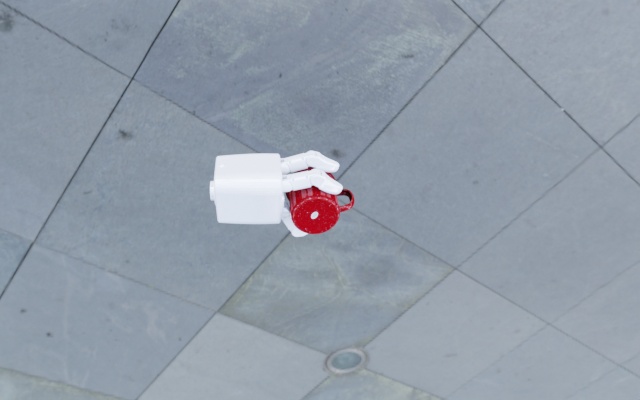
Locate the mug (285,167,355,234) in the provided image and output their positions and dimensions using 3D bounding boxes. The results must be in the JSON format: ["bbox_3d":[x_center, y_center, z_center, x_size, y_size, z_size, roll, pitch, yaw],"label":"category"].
[{"bbox_3d":[0.002,0.003,0.814,0.117,0.093,0.081,-2,37,-7],"label":"mug"}]
